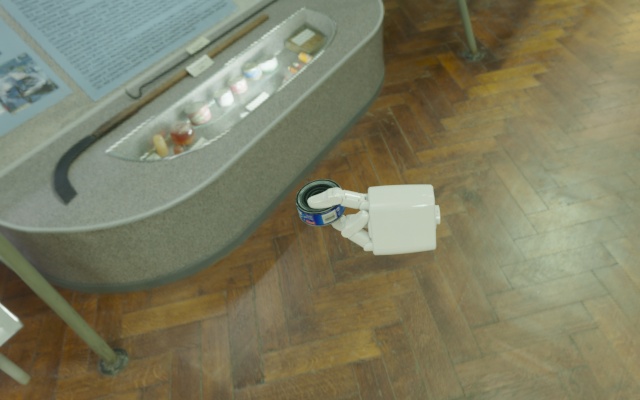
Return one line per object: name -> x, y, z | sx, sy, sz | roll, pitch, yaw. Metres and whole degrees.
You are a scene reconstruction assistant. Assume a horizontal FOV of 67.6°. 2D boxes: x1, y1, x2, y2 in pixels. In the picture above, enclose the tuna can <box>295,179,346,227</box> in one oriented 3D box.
tuna can -> 0.000, 0.002, 0.832 | 0.086, 0.086, 0.034 | 0, -43, 16
